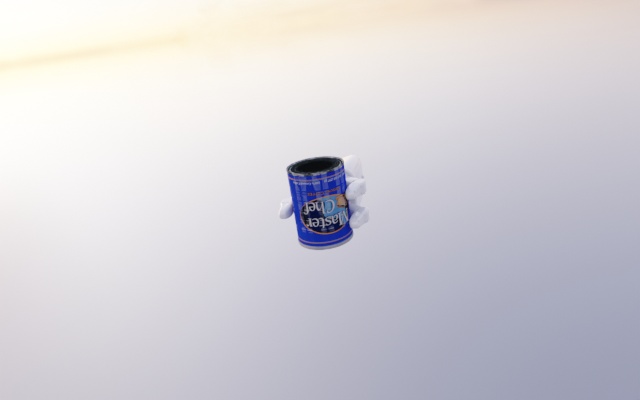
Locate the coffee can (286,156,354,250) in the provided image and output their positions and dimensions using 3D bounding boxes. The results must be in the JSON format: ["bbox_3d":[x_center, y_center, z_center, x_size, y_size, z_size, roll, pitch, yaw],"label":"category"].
[{"bbox_3d":[0.000,0.003,0.848,0.103,0.140,0.102,-7,21,3],"label":"coffee can"}]
